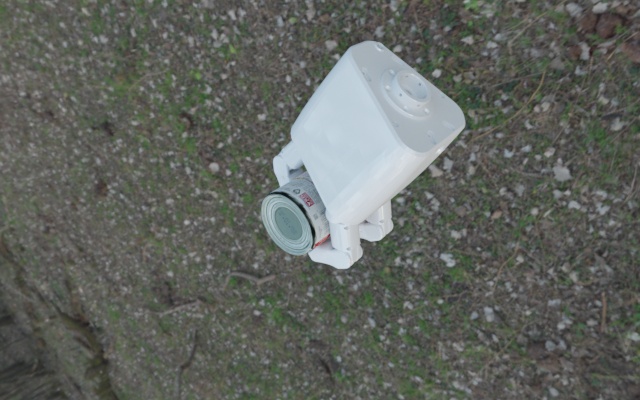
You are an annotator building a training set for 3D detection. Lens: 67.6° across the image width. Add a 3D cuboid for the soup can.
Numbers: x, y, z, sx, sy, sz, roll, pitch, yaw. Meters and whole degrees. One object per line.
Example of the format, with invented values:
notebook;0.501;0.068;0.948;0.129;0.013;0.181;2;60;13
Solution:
soup can;0.000;0.002;0.474;0.068;0.068;0.102;0;25;45
